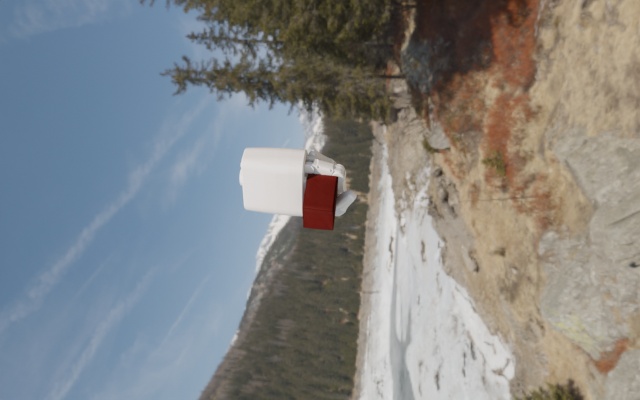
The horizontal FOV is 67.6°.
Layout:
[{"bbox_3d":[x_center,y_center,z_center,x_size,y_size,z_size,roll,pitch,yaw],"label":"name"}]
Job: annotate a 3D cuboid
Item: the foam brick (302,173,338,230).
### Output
[{"bbox_3d":[0.000,0.003,0.783,0.051,0.078,0.053,5,-40,3],"label":"foam brick"}]
